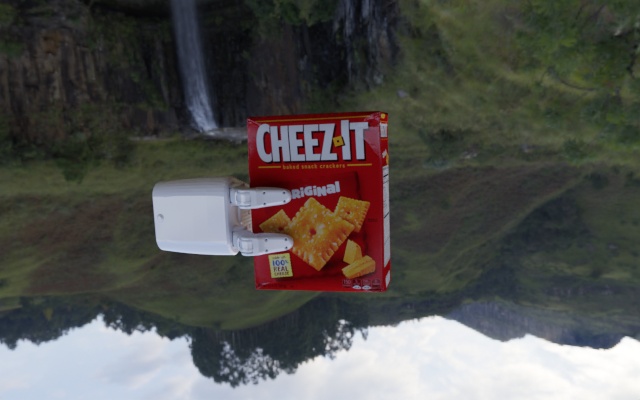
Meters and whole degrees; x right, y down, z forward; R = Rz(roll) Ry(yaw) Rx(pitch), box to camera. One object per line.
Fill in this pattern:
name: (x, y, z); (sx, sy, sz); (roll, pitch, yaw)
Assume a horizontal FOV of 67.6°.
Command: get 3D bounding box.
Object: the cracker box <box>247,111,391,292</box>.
cracker box: (0.000, 0.002, 0.586); (0.164, 0.214, 0.072); (0, 8, 14)
